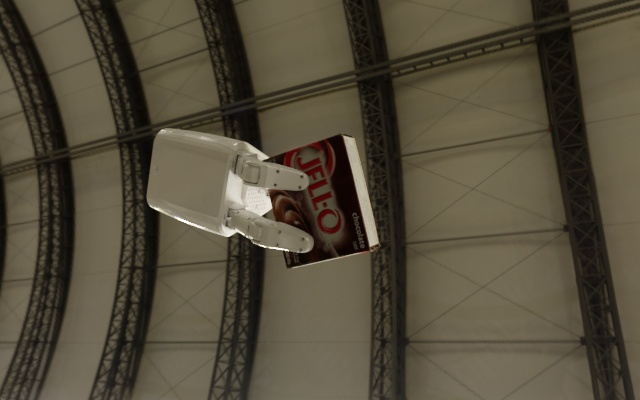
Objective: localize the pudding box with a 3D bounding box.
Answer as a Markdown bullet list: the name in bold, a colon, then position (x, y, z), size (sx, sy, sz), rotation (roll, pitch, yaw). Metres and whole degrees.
- **pudding box**: position (0.000, 0.002, 0.461), size (0.090, 0.113, 0.039), rotation (-16, -3, 26)
